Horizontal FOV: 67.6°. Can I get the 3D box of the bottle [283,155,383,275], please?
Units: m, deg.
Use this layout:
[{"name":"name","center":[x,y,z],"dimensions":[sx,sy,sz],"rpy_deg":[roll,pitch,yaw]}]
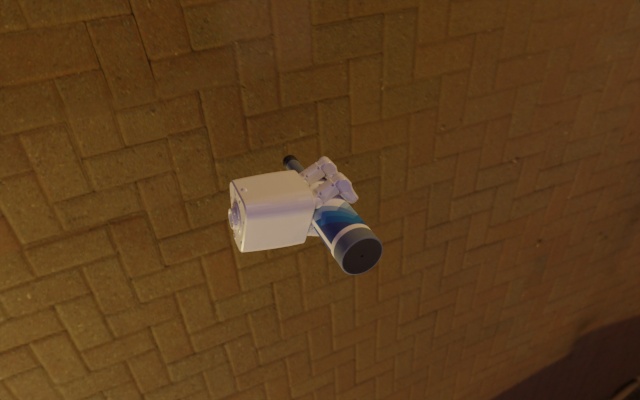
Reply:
[{"name":"bottle","center":[0.000,0.003,0.778],"dimensions":[0.069,0.069,0.295],"rpy_deg":[0,31,-28]}]
